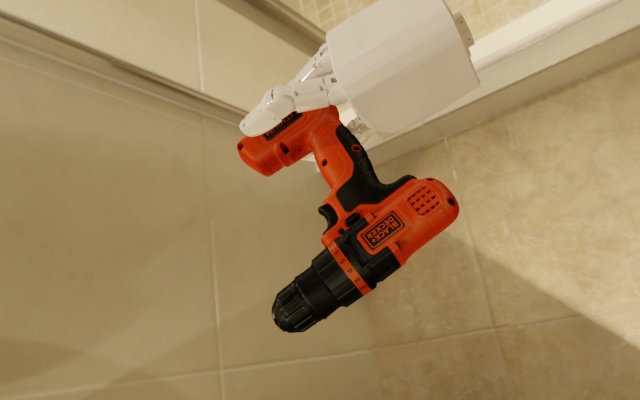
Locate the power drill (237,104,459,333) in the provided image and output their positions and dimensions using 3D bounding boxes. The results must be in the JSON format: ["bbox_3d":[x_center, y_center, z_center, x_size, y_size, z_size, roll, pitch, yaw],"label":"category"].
[{"bbox_3d":[0.000,0.001,0.436,0.184,0.187,0.057,-36,-26,-1],"label":"power drill"}]
